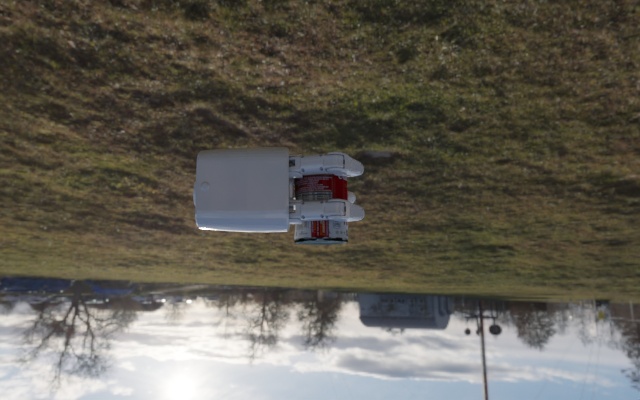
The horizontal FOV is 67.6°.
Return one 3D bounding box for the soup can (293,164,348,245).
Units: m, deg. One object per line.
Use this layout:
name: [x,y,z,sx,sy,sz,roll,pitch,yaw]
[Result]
soup can: [0.001,0.002,0.591,0.068,0.102,0.068,-1,-9,0]
